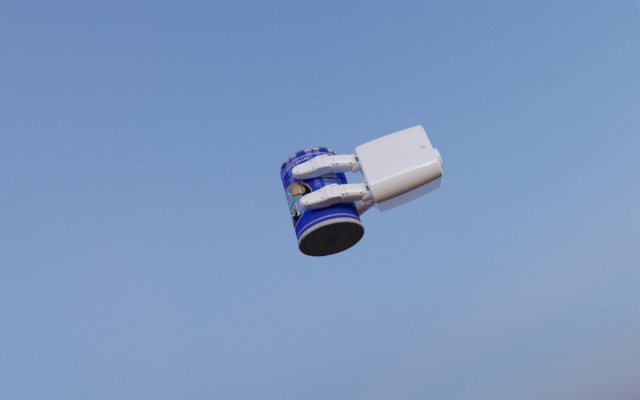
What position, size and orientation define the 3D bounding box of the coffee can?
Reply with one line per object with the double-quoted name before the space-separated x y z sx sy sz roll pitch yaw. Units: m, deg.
"coffee can" 0.000 0.003 0.750 0.103 0.140 0.103 -12 -32 -8
